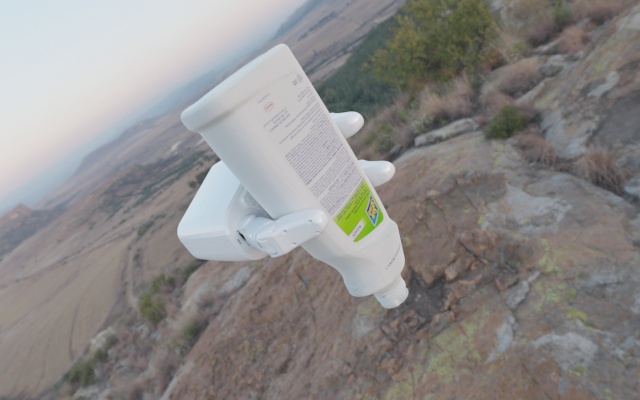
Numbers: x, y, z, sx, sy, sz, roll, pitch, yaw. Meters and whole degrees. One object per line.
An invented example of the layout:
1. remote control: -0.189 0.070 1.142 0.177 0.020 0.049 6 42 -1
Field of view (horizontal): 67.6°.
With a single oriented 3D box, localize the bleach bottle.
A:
1. bleach bottle: 0.000 0.001 0.410 0.068 0.251 0.102 -10 31 49
